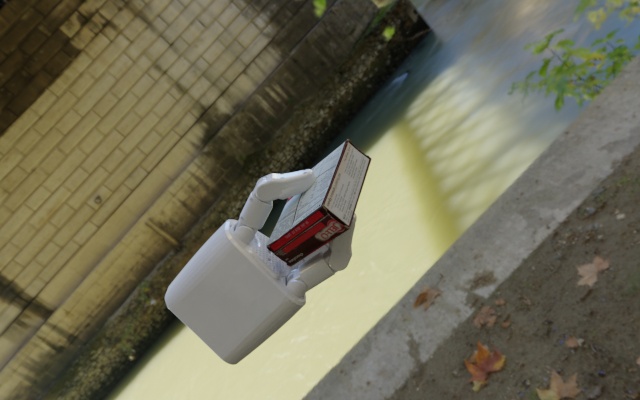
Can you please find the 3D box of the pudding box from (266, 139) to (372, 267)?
[{"bbox_3d":[0.000,0.001,0.480,0.039,0.113,0.090,39,-49,-18],"label":"pudding box"}]
